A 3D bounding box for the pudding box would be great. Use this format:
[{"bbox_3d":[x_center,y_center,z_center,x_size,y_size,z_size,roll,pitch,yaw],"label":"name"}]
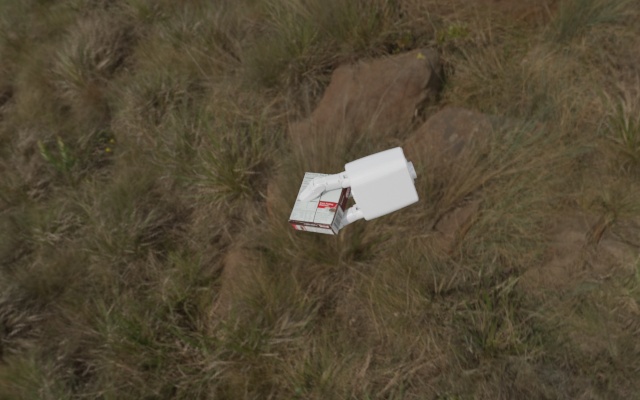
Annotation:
[{"bbox_3d":[0.000,0.003,0.895,0.090,0.113,0.039,6,-29,24],"label":"pudding box"}]
